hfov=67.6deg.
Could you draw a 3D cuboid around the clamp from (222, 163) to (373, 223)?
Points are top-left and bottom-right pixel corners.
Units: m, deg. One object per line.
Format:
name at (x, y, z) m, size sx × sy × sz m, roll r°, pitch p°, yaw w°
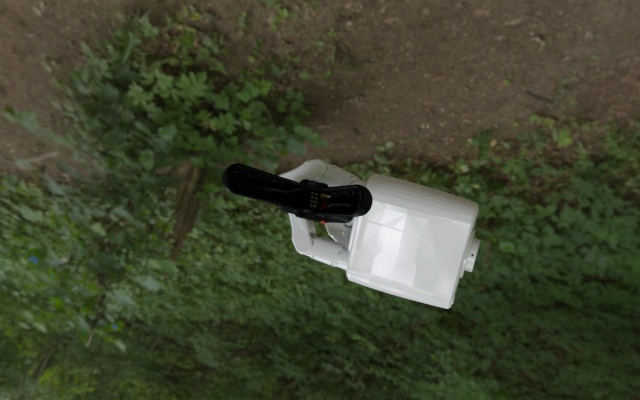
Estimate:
clamp at (0.000, 0.002, 0.435) m, size 0.120 × 0.039 × 0.171 m, roll 16°, pitch -1°, yaw 19°
